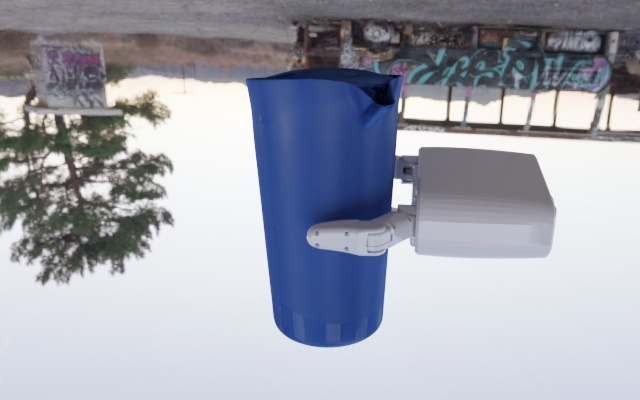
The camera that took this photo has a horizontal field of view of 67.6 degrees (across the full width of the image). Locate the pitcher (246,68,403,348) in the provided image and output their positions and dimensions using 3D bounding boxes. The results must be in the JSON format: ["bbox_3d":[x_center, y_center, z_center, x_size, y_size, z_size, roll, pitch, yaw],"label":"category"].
[{"bbox_3d":[0.000,0.001,0.448,0.145,0.243,0.149,2,16,11],"label":"pitcher"}]
